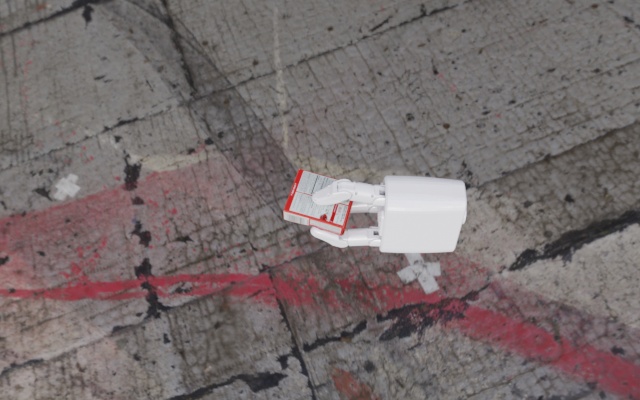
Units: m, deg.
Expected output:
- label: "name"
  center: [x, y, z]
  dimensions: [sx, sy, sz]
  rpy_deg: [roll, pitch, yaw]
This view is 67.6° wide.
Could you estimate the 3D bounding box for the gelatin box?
- label: "gelatin box"
  center: [0.000, 0.002, 0.672]
  dimensions: [0.089, 0.073, 0.030]
  rpy_deg: [16, -29, 4]
